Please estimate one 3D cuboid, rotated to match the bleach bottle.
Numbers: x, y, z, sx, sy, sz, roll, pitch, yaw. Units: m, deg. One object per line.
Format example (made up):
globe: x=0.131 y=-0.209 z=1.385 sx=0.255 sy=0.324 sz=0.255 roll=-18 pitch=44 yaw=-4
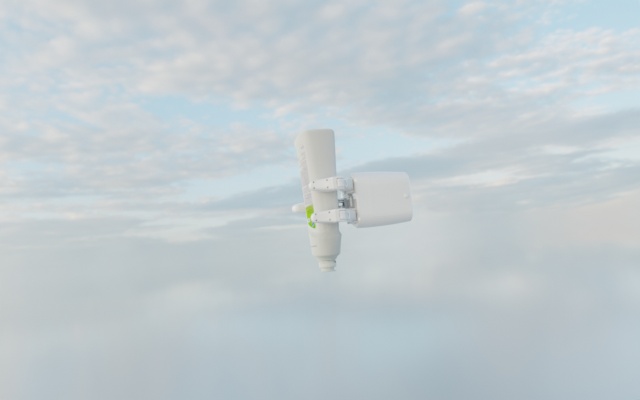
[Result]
bleach bottle: x=0.000 y=0.003 z=0.866 sx=0.068 sy=0.251 sz=0.102 roll=-4 pitch=-6 yaw=-12
